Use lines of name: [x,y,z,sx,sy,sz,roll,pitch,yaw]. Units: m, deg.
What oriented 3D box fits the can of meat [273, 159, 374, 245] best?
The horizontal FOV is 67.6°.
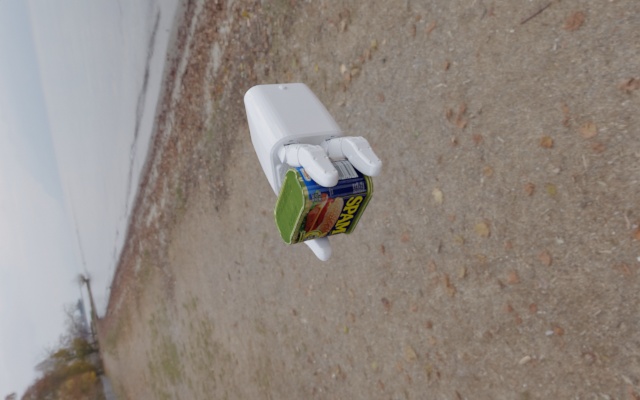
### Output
can of meat: [0.000,0.002,0.540,0.084,0.057,0.102,-10,-34,-27]
